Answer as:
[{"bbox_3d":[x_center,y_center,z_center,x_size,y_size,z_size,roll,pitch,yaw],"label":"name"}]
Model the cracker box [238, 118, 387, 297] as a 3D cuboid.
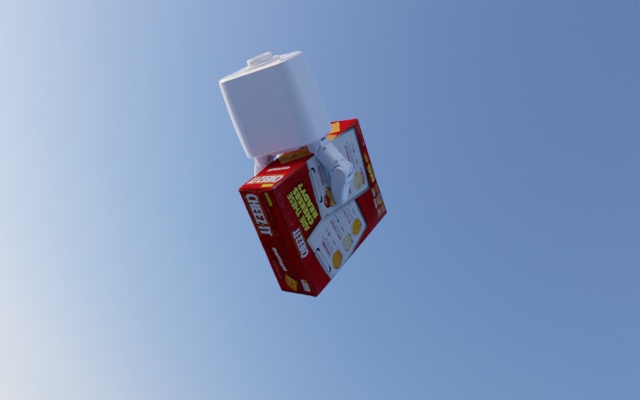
[{"bbox_3d":[0.000,0.002,0.671,0.072,0.164,0.213,-1,29,38],"label":"cracker box"}]
